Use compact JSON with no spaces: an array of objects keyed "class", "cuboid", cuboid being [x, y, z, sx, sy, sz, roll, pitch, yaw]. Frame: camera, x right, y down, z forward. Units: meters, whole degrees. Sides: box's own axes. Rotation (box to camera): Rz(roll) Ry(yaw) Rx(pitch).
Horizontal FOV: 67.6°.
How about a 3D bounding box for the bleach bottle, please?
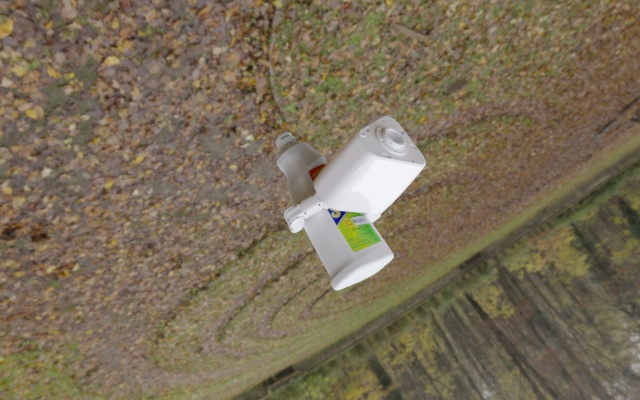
[{"class":"bleach bottle","cuboid":[0.000,0.002,0.706,0.102,0.250,0.068,-13,-28,-45]}]
